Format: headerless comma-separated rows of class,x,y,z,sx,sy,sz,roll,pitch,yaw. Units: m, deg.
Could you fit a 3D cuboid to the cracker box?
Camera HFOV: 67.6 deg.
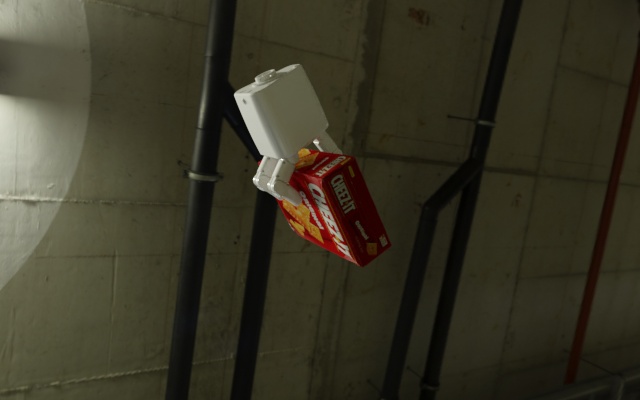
cracker box,0.000,0.002,0.781,0.072,0.164,0.213,-36,27,-20
